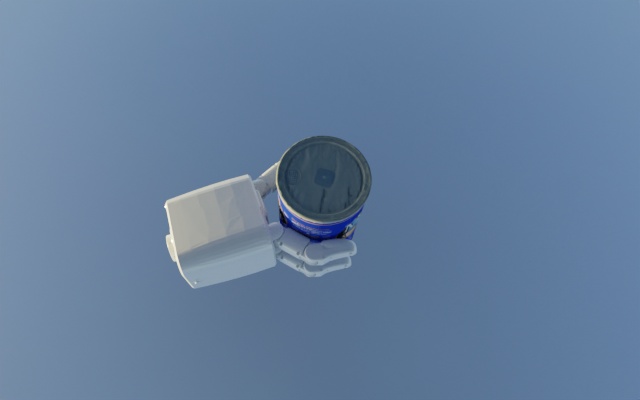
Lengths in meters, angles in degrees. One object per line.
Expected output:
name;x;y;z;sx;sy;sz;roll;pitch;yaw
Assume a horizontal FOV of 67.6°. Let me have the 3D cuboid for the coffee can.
coffee can;0.000;0.002;0.572;0.103;0.102;0.140;0;-23;-4
